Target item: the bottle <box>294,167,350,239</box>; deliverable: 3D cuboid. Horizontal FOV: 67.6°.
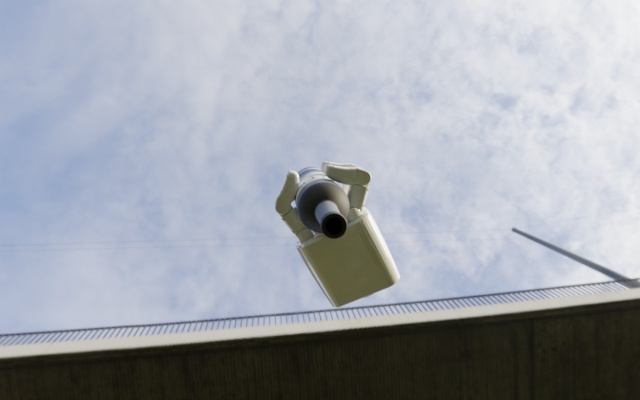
[{"bbox_3d":[0.000,0.002,0.639,0.069,0.069,0.295,0,10,-6],"label":"bottle"}]
